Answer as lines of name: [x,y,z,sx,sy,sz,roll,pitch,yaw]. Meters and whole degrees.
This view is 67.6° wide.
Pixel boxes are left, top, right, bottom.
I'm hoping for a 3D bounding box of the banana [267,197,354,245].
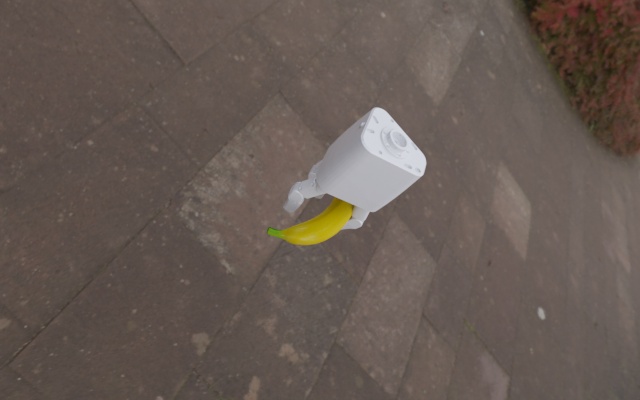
banana: [0.011,0.017,0.728,0.197,0.069,0.037,-35,-14,-41]
